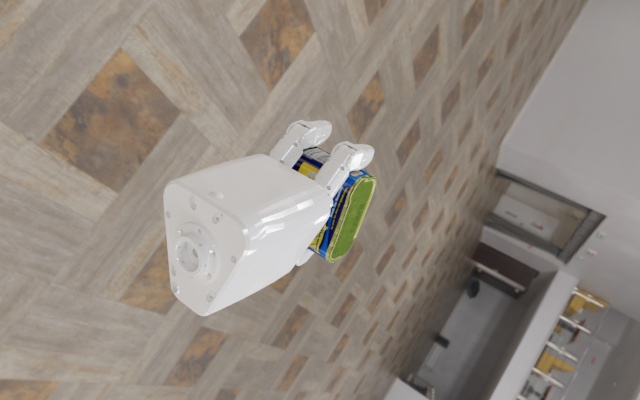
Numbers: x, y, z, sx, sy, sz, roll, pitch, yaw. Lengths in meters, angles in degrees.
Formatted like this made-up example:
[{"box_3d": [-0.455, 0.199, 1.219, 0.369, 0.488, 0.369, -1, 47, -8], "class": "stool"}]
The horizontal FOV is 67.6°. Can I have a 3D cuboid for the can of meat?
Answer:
[{"box_3d": [0.000, 0.002, 0.492, 0.084, 0.102, 0.057, 29, 25, 24], "class": "can of meat"}]
